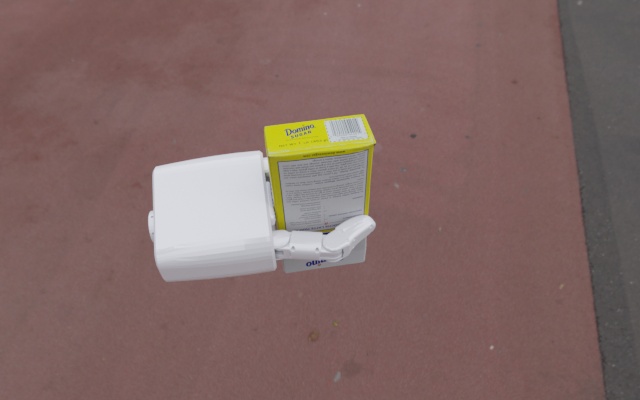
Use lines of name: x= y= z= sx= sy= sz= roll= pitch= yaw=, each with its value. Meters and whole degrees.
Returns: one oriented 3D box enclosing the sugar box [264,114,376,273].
sugar box: x=0.000 y=0.001 z=0.471 sx=0.093 sy=0.048 sz=0.176 roll=-7 pitch=-39 yaw=-6
